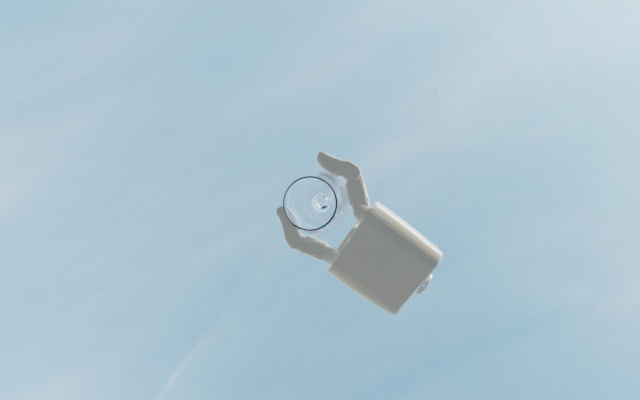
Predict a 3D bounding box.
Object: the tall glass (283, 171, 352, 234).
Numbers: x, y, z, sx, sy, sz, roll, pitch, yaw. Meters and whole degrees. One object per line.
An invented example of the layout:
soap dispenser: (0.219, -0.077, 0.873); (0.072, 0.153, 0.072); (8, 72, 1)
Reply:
tall glass: (0.000, 0.002, 0.631); (0.079, 0.079, 0.201); (0, 1, 7)
